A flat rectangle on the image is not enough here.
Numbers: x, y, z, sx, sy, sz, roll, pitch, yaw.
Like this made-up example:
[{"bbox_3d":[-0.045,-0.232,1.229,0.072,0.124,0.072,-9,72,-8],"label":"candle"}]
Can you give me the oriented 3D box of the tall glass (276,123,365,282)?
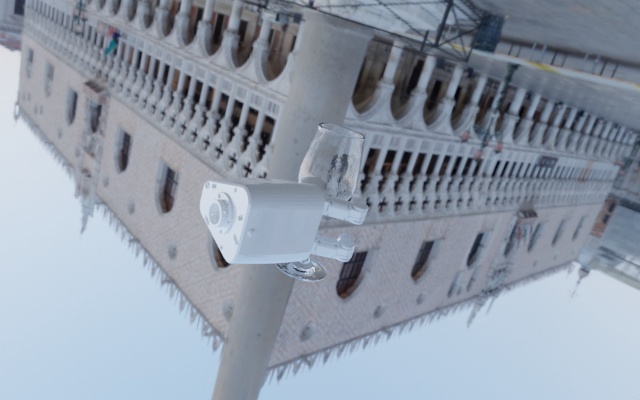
[{"bbox_3d":[0.000,0.003,0.634,0.079,0.201,0.079,15,17,-5],"label":"tall glass"}]
